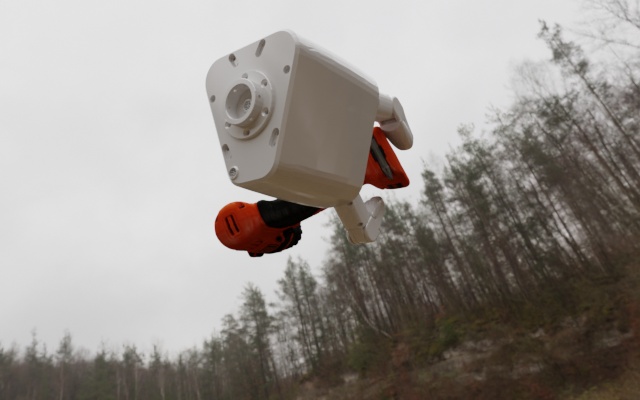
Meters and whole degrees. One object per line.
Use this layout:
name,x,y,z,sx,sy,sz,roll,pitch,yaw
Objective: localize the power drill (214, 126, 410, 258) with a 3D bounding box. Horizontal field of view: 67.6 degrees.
power drill,0.000,0.001,0.507,0.187,0.057,0.184,-29,-10,9
